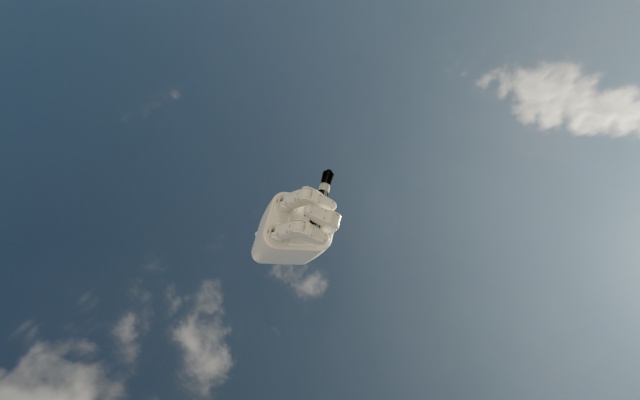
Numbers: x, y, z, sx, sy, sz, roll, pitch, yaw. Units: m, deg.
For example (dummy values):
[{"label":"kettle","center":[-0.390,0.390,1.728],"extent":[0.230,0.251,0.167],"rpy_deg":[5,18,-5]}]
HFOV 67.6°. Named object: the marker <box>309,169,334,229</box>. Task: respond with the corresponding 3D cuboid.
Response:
[{"label":"marker","center":[0.000,0.002,0.754],"extent":[0.020,0.121,0.020],"rpy_deg":[12,-28,6]}]
